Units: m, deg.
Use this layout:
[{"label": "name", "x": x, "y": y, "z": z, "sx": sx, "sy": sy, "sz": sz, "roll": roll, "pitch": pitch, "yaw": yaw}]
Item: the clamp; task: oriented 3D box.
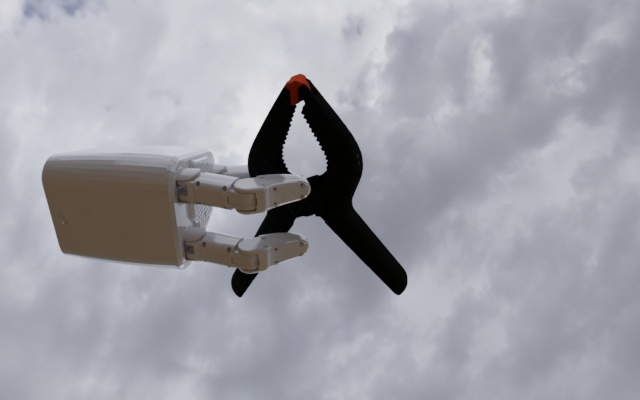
[{"label": "clamp", "x": 0.000, "y": 0.000, "z": 0.409, "sx": 0.164, "sy": 0.210, "sz": 0.036, "roll": 3, "pitch": 27, "yaw": 3}]
